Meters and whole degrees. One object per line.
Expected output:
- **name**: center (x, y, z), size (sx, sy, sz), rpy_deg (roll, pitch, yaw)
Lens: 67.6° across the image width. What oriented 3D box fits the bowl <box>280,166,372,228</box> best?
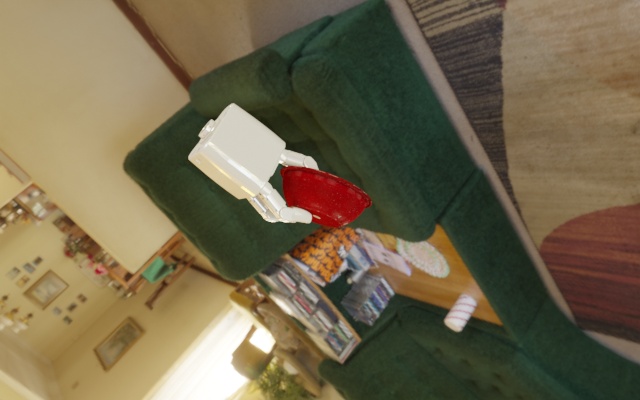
- **bowl**: center (0.001, 0.004, 0.789), size (0.162, 0.055, 0.162), rpy_deg (19, -14, 5)
